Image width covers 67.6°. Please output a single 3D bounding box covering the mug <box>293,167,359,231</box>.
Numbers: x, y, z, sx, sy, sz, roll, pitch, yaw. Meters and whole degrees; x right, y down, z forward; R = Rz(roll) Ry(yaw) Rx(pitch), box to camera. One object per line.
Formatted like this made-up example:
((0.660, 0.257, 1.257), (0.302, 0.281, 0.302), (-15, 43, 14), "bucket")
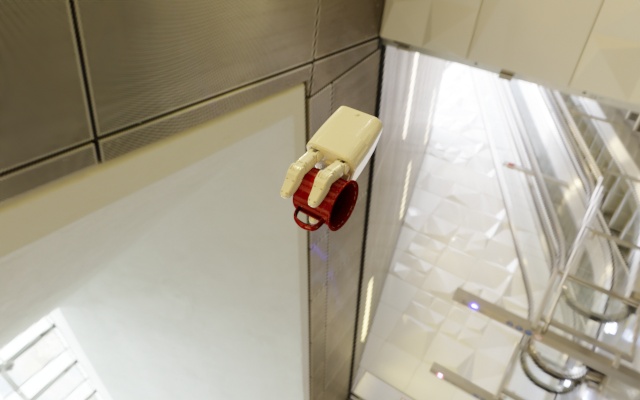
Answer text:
((-0.001, 0.004, 0.807), (0.081, 0.117, 0.093), (25, -28, 25), "mug")
